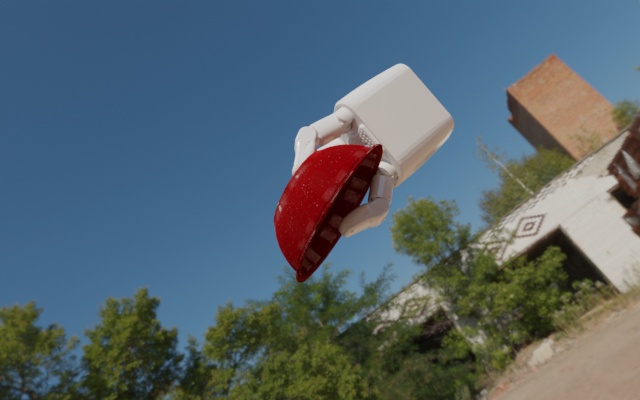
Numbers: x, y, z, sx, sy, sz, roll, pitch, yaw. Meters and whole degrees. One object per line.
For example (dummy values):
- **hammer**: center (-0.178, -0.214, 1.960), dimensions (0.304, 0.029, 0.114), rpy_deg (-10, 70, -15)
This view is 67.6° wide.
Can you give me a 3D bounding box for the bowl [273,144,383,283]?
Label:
- **bowl**: center (-0.001, 0.002, 0.488), dimensions (0.055, 0.162, 0.162), rpy_deg (31, 7, 12)
